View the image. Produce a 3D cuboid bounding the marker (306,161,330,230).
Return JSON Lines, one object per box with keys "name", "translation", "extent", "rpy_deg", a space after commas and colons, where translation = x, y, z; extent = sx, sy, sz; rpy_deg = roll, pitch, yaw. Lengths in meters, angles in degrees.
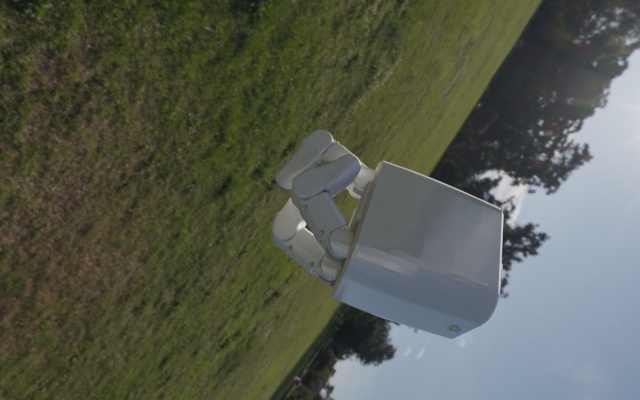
{"name": "marker", "translation": [0.000, 0.001, 0.431], "extent": [0.020, 0.020, 0.121], "rpy_deg": [0, -24, -6]}
